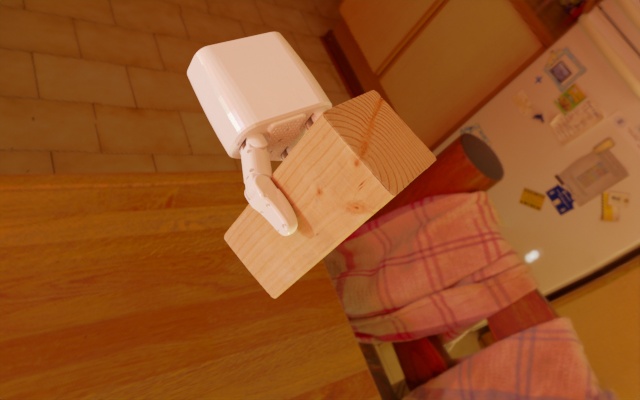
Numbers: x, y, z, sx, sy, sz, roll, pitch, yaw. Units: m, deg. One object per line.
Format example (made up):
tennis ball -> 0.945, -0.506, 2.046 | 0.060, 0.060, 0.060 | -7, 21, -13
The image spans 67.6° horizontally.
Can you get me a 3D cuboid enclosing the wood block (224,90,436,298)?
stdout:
wood block -> 0.000, 0.001, 0.473 | 0.090, 0.090, 0.206 | -34, -9, -47
